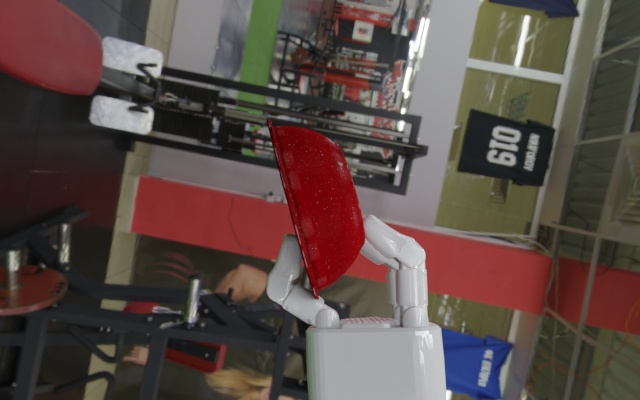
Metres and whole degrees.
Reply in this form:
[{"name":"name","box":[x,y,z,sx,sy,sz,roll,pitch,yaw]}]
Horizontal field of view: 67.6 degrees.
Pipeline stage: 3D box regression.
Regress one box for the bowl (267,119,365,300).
[{"name":"bowl","box":[0.000,0.000,0.419,0.055,0.162,0.162,-16,1,-3]}]
